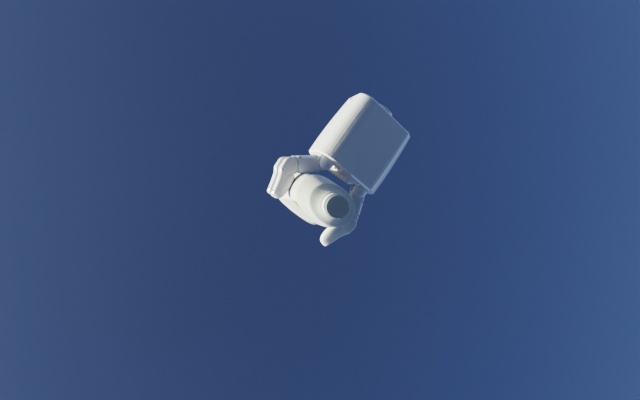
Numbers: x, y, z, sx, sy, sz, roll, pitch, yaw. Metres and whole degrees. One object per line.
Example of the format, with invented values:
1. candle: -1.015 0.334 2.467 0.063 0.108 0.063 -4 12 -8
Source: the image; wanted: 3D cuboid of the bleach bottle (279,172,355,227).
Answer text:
1. bleach bottle: 0.000 0.002 0.683 0.102 0.068 0.251 36 -3 -13
